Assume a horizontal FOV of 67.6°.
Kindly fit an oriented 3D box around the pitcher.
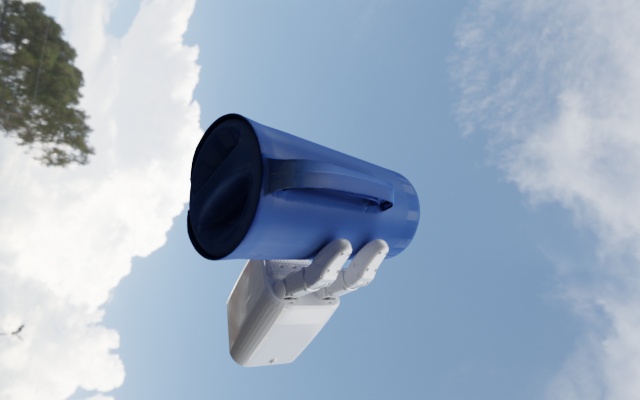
[{"bbox_3d":[0.000,0.002,0.494,0.243,0.145,0.149,10,31,-41],"label":"pitcher"}]
